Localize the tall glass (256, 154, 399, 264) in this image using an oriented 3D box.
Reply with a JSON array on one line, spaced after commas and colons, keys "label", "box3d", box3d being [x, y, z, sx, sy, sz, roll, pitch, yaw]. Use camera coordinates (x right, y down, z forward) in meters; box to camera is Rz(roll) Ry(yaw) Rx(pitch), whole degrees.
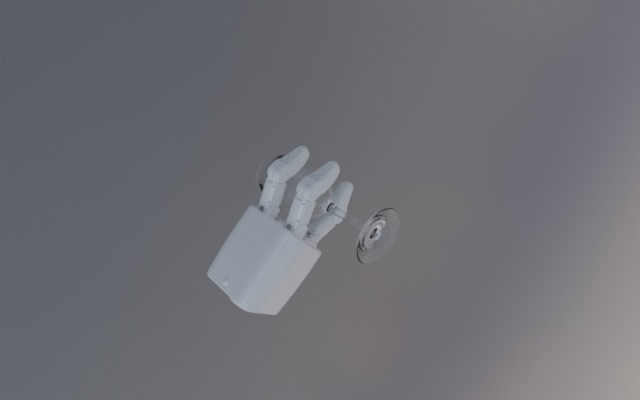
[{"label": "tall glass", "box3d": [0.001, 0.002, 0.617, 0.201, 0.079, 0.079, 31, 20, 38]}]
